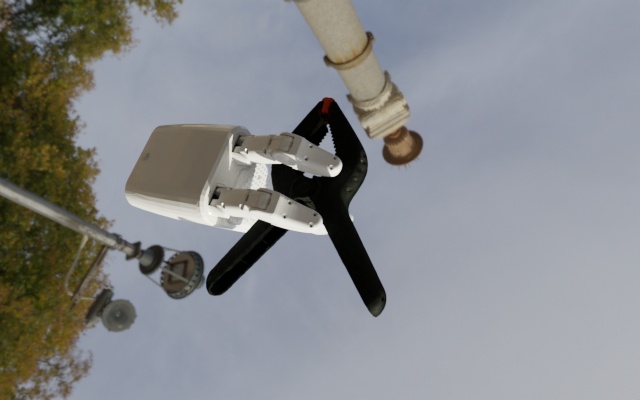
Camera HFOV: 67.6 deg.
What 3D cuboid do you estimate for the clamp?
[{"bbox_3d":[0.000,0.001,0.430,0.164,0.210,0.036,9,-22,26],"label":"clamp"}]
